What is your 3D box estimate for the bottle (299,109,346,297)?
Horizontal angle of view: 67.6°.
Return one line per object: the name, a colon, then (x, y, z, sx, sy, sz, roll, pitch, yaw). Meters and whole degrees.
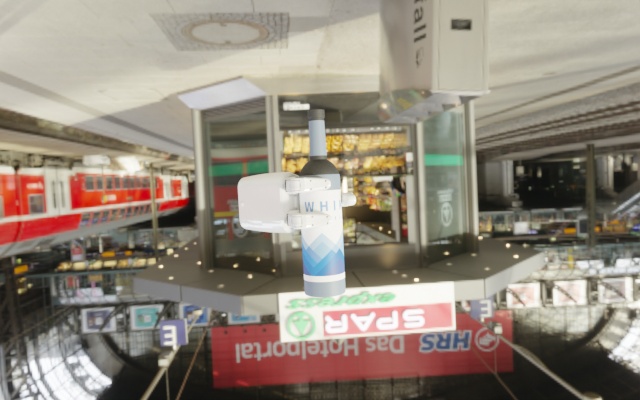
bottle: (0.000, 0.003, 0.768, 0.069, 0.296, 0.069, -3, 2, 0)
